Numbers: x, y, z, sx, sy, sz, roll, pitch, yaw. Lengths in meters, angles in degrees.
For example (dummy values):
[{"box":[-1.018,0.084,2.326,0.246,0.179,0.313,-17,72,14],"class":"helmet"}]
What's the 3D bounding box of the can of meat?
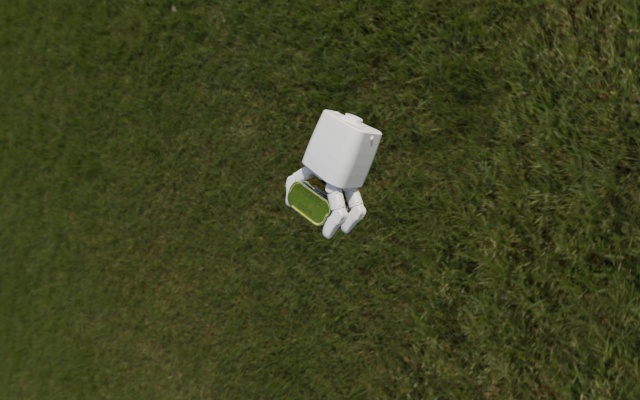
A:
[{"box":[0.000,0.003,0.883,0.102,0.057,0.084,35,22,28],"class":"can of meat"}]
